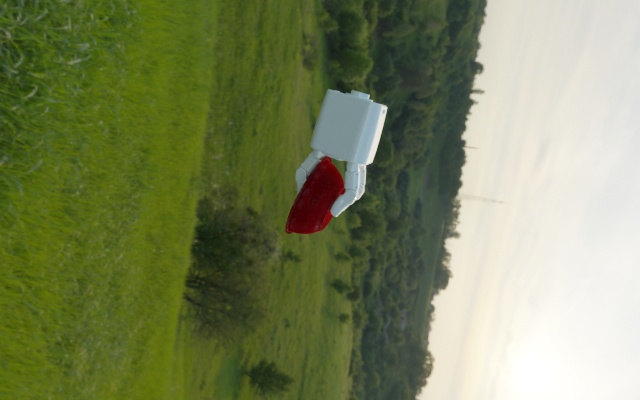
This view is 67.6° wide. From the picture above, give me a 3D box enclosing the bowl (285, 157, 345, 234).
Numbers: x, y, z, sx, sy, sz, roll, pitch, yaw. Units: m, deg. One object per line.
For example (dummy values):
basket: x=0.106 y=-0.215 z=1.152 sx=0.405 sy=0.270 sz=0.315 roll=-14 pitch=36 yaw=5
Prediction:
bowl: x=0.000 y=0.004 z=0.874 sx=0.055 sy=0.162 sz=0.162 roll=29 pitch=5 yaw=10
